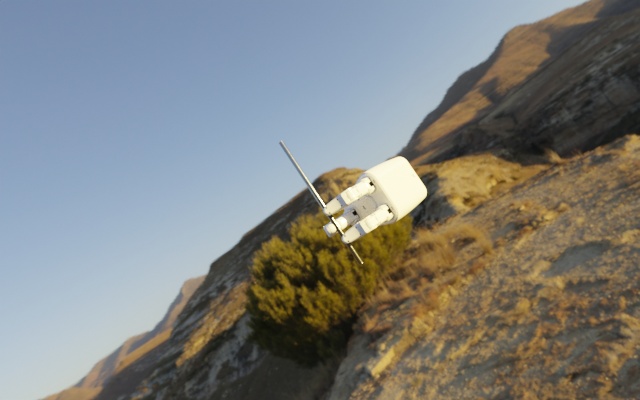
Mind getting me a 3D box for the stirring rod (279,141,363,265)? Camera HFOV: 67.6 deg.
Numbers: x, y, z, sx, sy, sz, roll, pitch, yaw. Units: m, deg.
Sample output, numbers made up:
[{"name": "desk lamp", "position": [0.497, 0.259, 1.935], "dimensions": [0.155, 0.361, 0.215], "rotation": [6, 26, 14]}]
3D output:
[{"name": "stirring rod", "position": [0.000, 0.003, 0.785], "dimensions": [0.011, 0.239, 0.011], "rotation": [-33, -5, -3]}]
